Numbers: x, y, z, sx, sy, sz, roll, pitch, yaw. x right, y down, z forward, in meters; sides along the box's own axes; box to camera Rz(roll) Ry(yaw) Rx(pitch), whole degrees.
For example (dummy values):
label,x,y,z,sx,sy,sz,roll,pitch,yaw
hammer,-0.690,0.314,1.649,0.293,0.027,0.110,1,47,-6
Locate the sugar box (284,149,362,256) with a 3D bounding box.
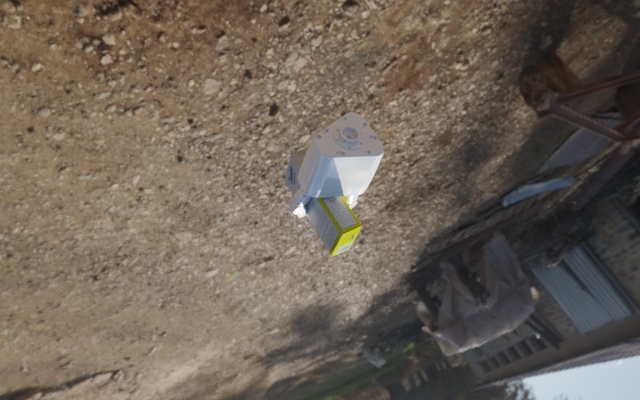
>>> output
label,x,y,z,sx,sy,sz,roll,pitch,yaw
sugar box,0.001,0.003,0.841,0.048,0.176,0.093,-20,-25,-24
